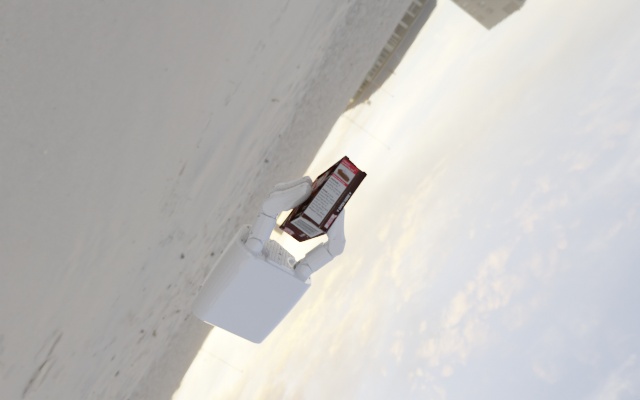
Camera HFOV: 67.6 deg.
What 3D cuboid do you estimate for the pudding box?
[{"bbox_3d":[0.000,0.002,0.571,0.039,0.090,0.113,39,-18,-10],"label":"pudding box"}]
